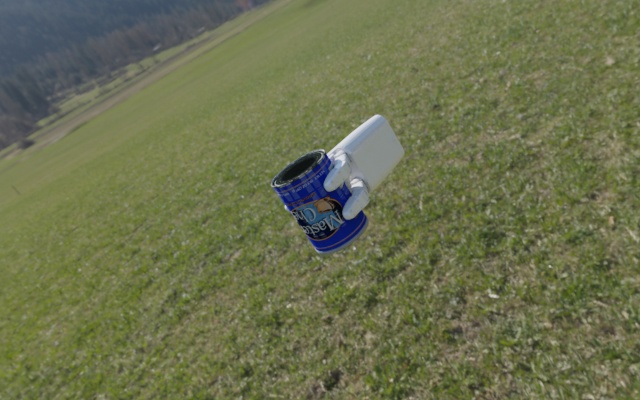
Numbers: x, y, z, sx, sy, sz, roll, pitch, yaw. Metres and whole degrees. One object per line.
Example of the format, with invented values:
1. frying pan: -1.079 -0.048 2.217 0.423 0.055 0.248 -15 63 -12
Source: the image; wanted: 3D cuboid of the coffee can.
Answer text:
1. coffee can: 0.000 0.003 0.778 0.103 0.140 0.102 -29 20 12
